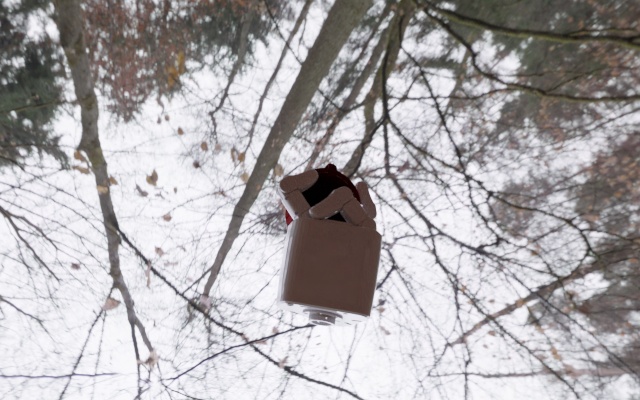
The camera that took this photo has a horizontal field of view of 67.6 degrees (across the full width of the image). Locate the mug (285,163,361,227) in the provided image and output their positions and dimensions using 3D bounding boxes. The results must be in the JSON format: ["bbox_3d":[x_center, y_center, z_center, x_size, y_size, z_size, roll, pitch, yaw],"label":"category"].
[{"bbox_3d":[0.000,0.001,0.677,0.093,0.117,0.081,17,-26,-13],"label":"mug"}]
